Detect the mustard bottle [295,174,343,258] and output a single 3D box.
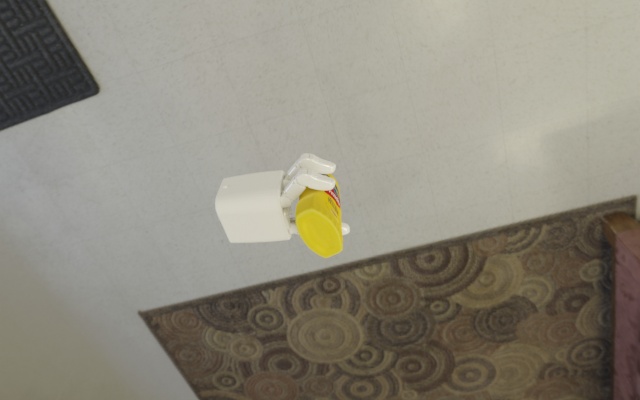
[{"bbox_3d":[0.000,0.003,0.794,0.058,0.096,0.191,-27,27,17],"label":"mustard bottle"}]
